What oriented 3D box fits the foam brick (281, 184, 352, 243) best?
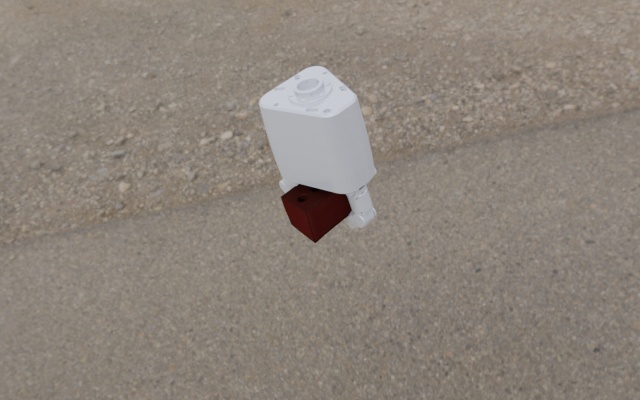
[{"bbox_3d":[0.000,0.002,0.590,0.078,0.051,0.053,-38,45,-22],"label":"foam brick"}]
